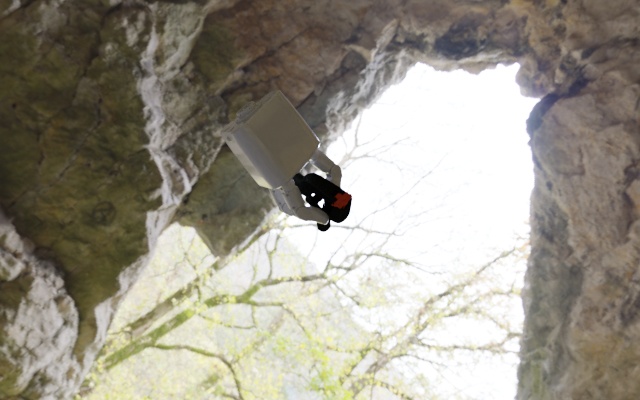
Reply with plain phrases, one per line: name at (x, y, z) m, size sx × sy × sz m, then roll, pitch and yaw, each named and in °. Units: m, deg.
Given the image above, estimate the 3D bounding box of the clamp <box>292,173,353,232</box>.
clamp at (0.001, 0.002, 0.780) m, size 0.036 × 0.165 × 0.210 m, roll -44°, pitch 23°, yaw -15°
